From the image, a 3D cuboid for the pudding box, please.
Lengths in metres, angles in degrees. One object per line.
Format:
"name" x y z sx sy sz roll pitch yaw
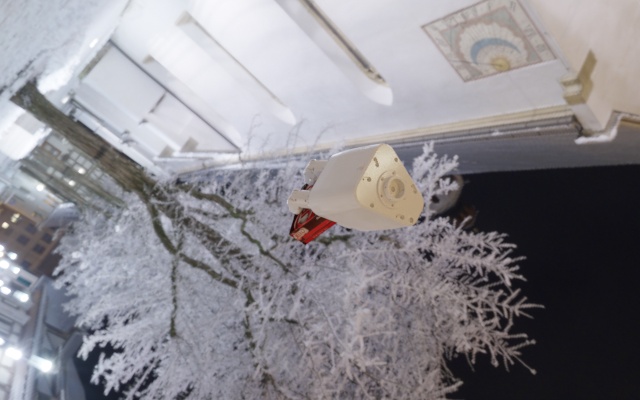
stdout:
"pudding box" 0.000 0.002 0.740 0.039 0.113 0.090 38 -50 -20
